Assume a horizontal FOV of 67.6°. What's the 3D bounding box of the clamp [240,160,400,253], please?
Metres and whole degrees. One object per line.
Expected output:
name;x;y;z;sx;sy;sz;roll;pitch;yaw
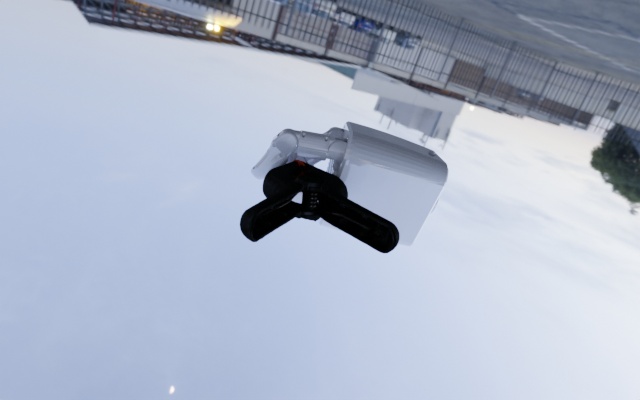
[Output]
clamp;0.000;0.002;0.418;0.120;0.039;0.171;15;20;-6
